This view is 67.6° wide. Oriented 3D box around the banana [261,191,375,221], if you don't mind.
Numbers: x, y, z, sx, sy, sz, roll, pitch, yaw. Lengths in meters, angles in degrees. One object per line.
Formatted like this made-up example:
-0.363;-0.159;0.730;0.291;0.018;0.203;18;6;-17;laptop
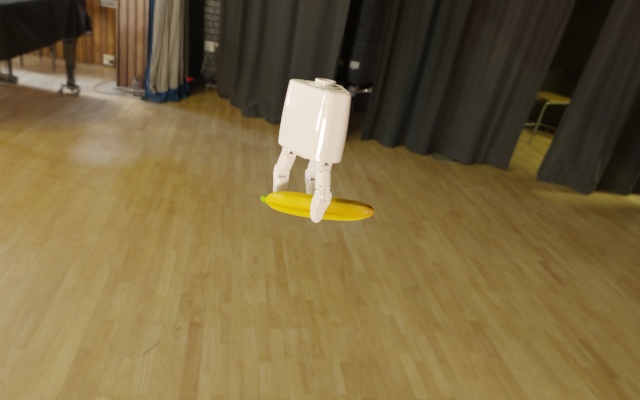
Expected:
-0.003;0.007;0.797;0.198;0.037;0.069;9;15;-2;banana
